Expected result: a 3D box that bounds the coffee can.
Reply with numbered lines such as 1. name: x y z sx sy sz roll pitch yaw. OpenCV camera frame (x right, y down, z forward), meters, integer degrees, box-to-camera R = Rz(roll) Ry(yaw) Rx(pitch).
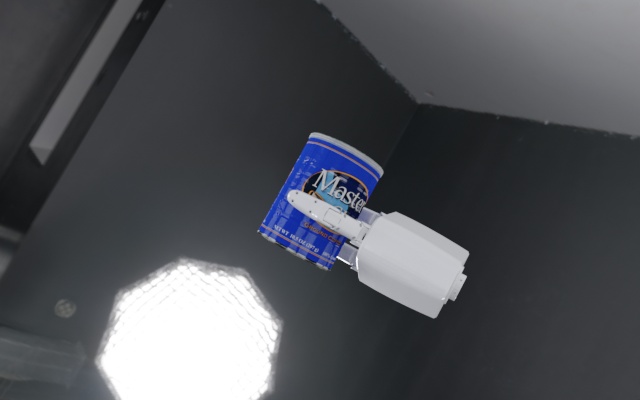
1. coffee can: 0.000 0.002 0.592 0.103 0.140 0.103 29 -4 2
